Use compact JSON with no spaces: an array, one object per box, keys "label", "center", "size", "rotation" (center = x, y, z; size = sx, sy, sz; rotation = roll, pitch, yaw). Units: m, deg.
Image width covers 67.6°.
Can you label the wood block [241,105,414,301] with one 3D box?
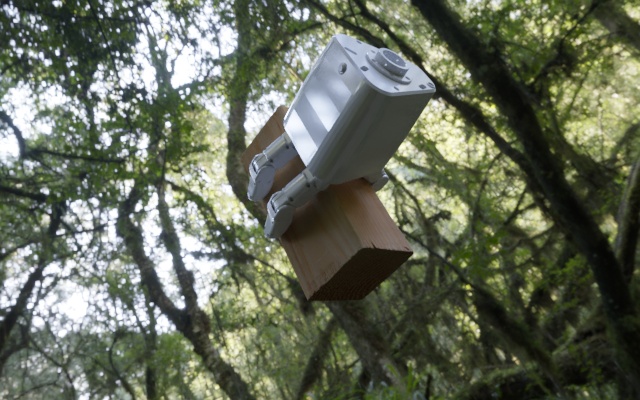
[{"label":"wood block","center":[0.000,0.001,0.537],"size":[0.091,0.206,0.090],"rotation":[11,-50,-45]}]
